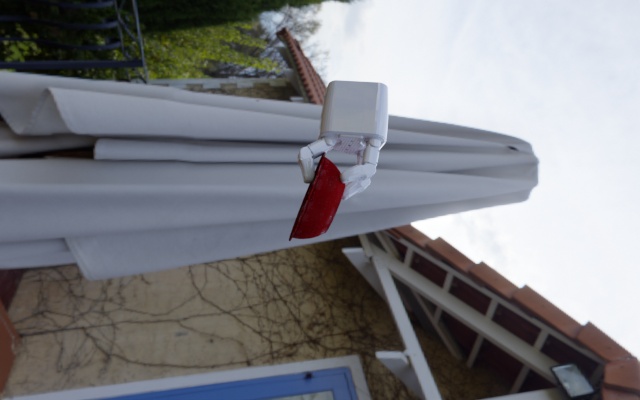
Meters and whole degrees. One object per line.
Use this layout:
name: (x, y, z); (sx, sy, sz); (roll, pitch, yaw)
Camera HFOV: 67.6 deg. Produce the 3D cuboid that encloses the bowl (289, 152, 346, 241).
bowl: (0.000, 0.004, 0.808); (0.055, 0.162, 0.162); (22, -2, -4)
